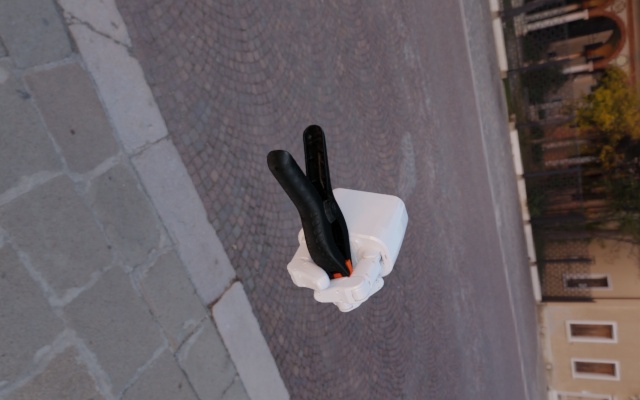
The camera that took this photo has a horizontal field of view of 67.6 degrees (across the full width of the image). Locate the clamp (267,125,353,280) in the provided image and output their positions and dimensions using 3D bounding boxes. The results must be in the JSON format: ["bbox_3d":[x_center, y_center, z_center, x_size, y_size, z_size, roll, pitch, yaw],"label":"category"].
[{"bbox_3d":[0.001,0.002,0.515,0.039,0.171,0.120,-6,28,27],"label":"clamp"}]
